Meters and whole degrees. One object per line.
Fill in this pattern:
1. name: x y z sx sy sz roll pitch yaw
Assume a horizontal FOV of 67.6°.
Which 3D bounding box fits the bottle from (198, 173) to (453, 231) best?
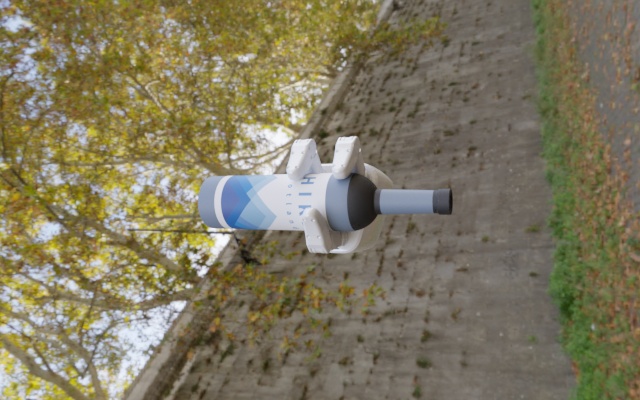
1. bottle: 0.000 0.002 0.553 0.296 0.069 0.069 0 0 22
